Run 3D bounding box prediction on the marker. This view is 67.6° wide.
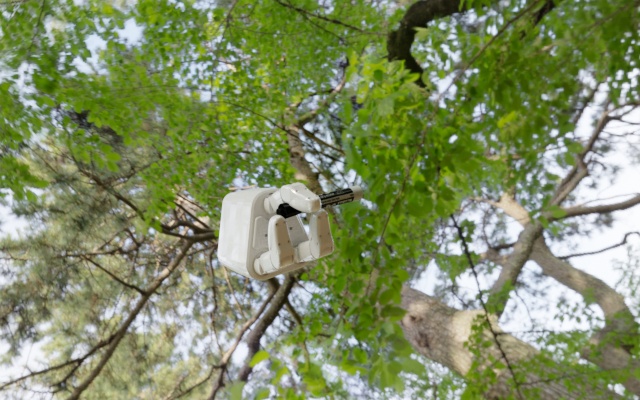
[{"bbox_3d":[0.000,0.002,0.577,0.121,0.020,0.020,-14,8,-34],"label":"marker"}]
